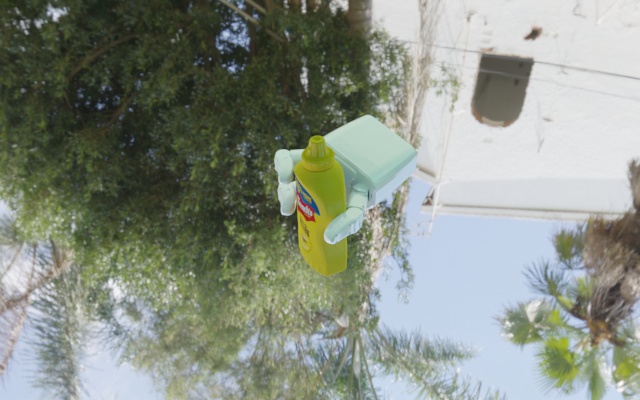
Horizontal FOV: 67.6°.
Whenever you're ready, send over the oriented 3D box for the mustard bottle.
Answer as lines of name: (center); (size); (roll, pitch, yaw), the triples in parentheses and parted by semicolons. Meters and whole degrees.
mustard bottle: (0.000, 0.002, 0.621); (0.058, 0.192, 0.096); (-16, 41, -17)
